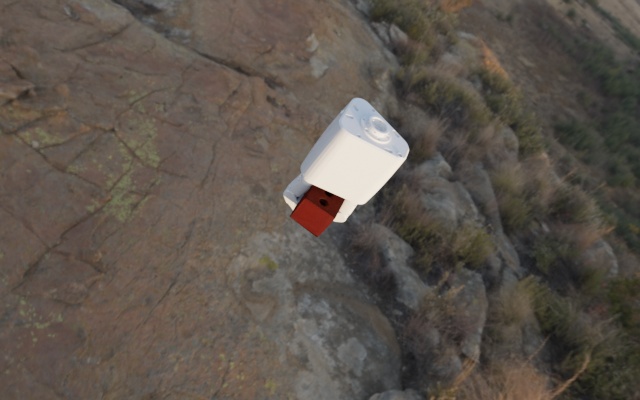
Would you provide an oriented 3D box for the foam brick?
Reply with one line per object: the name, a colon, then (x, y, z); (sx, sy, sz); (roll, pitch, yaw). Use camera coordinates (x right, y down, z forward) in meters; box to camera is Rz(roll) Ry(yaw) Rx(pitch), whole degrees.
foam brick: (0.000, 0.003, 0.701); (0.053, 0.078, 0.051); (36, -46, -6)
